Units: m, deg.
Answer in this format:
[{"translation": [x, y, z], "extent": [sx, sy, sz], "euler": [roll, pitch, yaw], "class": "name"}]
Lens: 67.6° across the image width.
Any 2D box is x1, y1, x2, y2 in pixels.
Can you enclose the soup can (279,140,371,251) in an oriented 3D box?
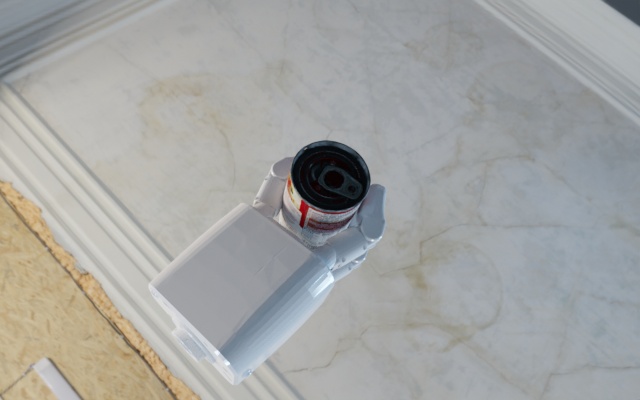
[{"translation": [0.000, 0.001, 0.438], "extent": [0.068, 0.068, 0.102], "euler": [0, -27, -11], "class": "soup can"}]
